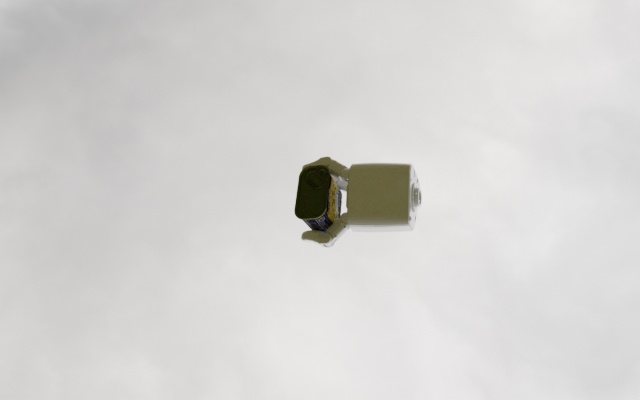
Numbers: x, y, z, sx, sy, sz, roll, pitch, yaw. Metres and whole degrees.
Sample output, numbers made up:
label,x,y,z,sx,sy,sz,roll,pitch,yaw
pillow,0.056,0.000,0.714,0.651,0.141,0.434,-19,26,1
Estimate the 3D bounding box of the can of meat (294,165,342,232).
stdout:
label,x,y,z,sx,sy,sz,roll,pitch,yaw
can of meat,0.000,0.003,0.837,0.057,0.102,0.084,-5,-28,21
